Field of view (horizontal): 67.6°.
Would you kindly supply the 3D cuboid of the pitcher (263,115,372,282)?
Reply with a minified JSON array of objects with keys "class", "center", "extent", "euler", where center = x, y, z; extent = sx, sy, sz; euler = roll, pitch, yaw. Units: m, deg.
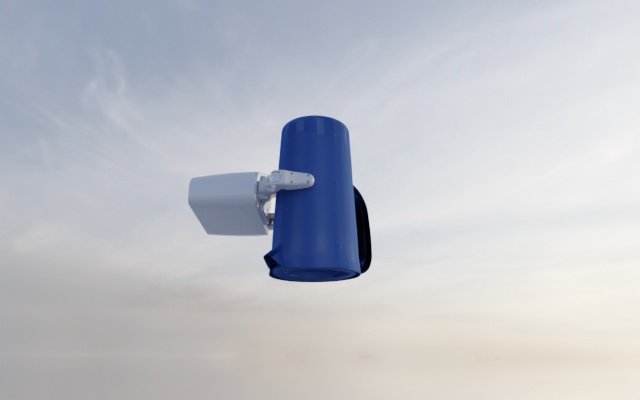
[{"class":"pitcher","center":[0.000,0.002,0.729],"extent":[0.145,0.242,0.149],"euler":[-3,-18,9]}]
